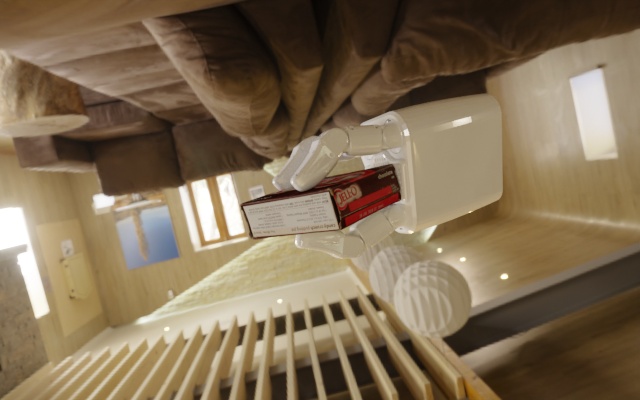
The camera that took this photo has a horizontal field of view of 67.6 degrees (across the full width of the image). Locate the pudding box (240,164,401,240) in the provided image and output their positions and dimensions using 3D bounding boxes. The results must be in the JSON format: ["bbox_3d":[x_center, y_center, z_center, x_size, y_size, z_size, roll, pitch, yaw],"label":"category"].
[{"bbox_3d":[0.000,0.002,0.420,0.113,0.039,0.090,-12,6,43],"label":"pudding box"}]
